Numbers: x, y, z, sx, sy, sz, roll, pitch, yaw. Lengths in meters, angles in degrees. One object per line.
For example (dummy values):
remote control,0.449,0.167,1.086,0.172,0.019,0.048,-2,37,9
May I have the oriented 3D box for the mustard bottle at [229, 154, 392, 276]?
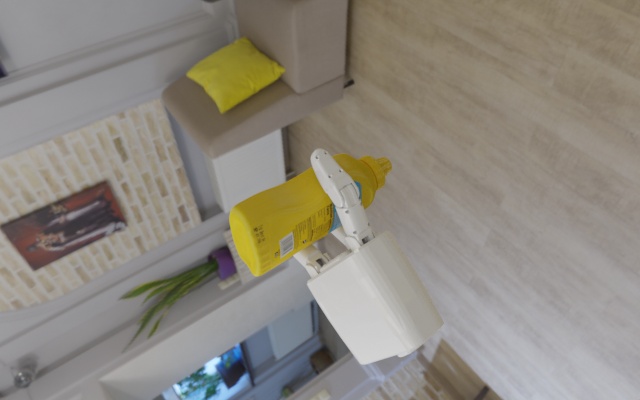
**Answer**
mustard bottle,0.000,0.002,0.507,0.191,0.096,0.058,-29,57,-23
